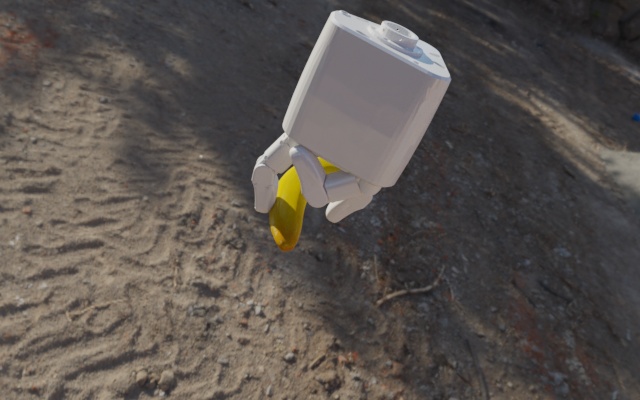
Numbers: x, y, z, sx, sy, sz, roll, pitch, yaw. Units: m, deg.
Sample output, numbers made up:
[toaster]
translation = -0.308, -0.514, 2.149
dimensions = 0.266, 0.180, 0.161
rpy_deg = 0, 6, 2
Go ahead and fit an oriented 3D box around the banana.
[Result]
[banana]
translation = -0.014, -0.010, 0.534
dimensions = 0.069, 0.037, 0.197
rpy_deg = 34, 32, 10
